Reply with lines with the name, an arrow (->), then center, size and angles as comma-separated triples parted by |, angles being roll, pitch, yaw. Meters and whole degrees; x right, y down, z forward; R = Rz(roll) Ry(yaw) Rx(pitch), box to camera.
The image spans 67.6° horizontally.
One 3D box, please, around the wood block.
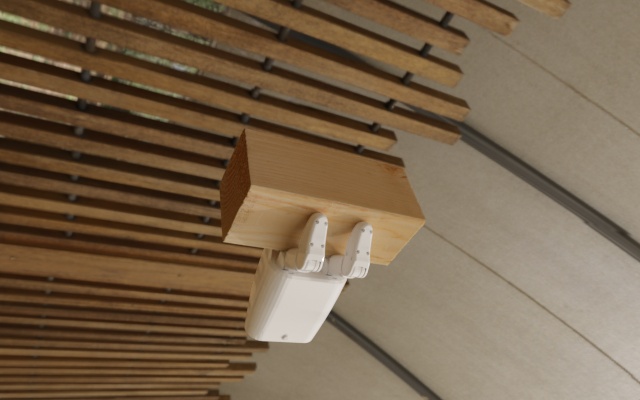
wood block -> 0.000, 0.002, 0.541 | 0.206, 0.090, 0.090 | 11, -48, -26
